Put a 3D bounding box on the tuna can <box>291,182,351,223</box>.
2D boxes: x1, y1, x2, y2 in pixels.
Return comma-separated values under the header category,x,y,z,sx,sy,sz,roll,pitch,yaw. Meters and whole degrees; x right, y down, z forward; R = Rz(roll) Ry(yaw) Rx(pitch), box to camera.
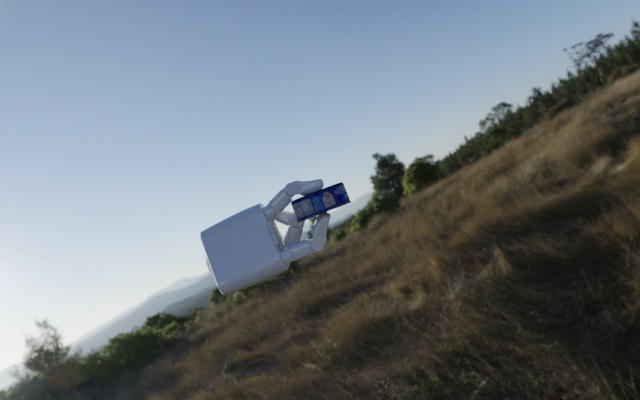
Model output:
category,x,y,z,sx,sy,sz,roll,pitch,yaw
tuna can,0.000,0.002,0.714,0.086,0.034,0.086,-21,0,0
